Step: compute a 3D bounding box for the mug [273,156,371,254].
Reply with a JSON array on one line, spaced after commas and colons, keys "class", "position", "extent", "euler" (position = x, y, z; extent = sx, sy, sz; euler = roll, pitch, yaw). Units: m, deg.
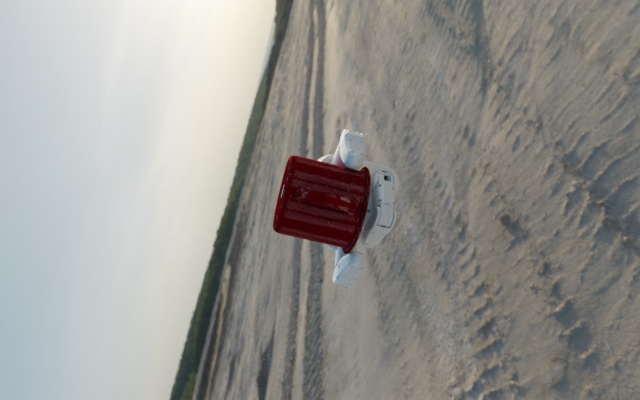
[{"class": "mug", "position": [0.000, 0.002, 0.479], "extent": [0.081, 0.093, 0.117], "euler": [13, 0, -8]}]
